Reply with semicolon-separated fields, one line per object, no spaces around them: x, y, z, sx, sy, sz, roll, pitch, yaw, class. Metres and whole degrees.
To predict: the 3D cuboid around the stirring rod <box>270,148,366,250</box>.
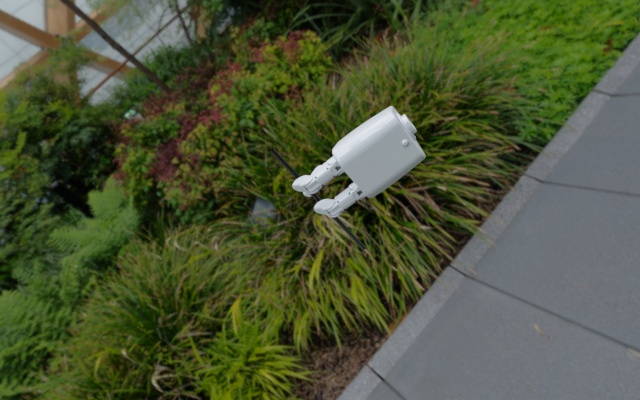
0.000;0.003;0.784;0.240;0.011;0.011;47;-23;-23;stirring rod
